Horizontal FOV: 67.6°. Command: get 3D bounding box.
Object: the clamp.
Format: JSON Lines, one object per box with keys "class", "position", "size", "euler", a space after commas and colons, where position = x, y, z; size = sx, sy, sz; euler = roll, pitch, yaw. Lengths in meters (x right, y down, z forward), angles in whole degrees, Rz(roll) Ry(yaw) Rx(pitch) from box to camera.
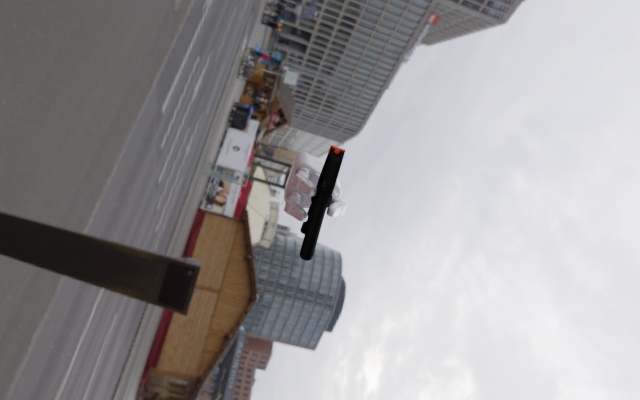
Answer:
{"class": "clamp", "position": [0.001, 0.003, 0.896], "size": [0.036, 0.210, 0.164], "euler": [17, 19, -7]}
